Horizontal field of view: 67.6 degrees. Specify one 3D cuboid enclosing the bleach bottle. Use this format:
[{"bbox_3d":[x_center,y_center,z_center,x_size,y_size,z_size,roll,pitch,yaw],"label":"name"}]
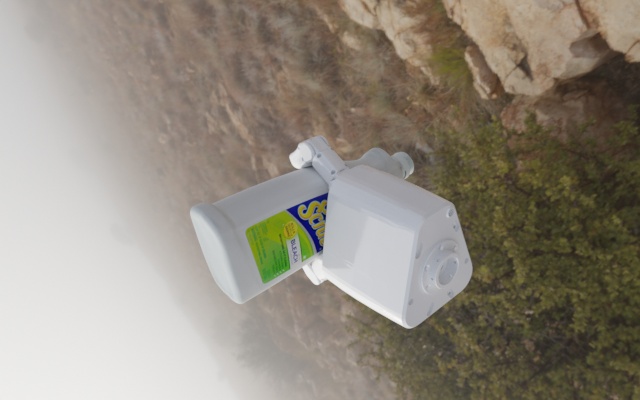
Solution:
[{"bbox_3d":[0.000,0.002,0.496,0.251,0.103,0.068,-28,34,-28],"label":"bleach bottle"}]
